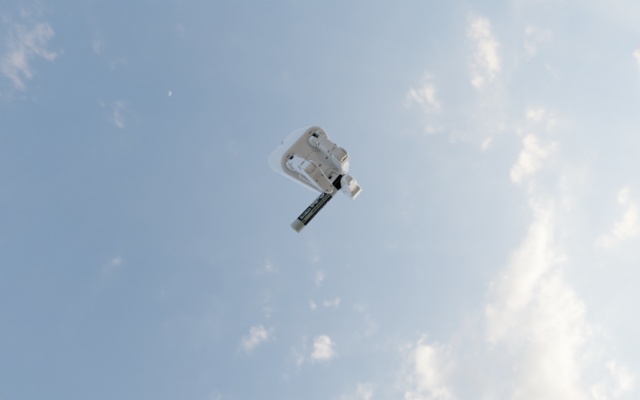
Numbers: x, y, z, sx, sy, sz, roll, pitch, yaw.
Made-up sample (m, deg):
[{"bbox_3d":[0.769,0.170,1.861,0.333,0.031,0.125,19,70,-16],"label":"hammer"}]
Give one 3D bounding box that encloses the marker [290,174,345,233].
[{"bbox_3d":[0.000,0.002,0.759,0.020,0.121,0.020,42,-10,9],"label":"marker"}]
